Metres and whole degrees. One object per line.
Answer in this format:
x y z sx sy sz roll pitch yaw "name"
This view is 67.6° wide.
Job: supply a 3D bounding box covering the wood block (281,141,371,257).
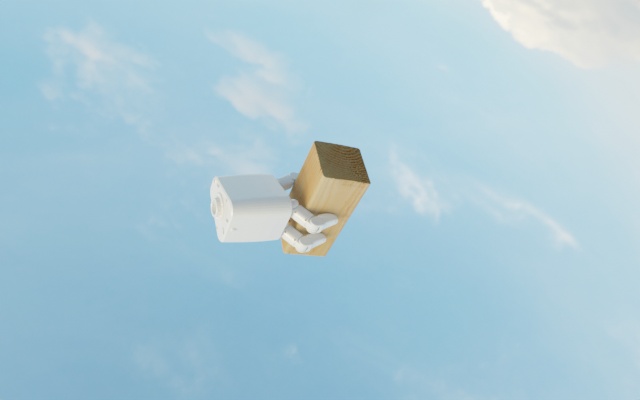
0.000 0.003 0.864 0.090 0.090 0.206 7 -44 -23 "wood block"
